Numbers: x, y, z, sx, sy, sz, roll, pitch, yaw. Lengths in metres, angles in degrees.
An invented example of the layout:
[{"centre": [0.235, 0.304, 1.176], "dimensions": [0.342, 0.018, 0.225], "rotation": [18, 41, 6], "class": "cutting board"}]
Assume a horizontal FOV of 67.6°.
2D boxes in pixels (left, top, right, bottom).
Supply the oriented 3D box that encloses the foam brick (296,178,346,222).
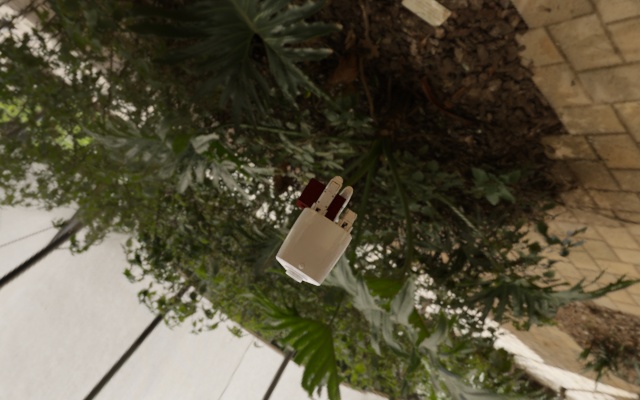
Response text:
[{"centre": [0.000, 0.003, 0.890], "dimensions": [0.078, 0.051, 0.053], "rotation": [33, -13, 1], "class": "foam brick"}]
